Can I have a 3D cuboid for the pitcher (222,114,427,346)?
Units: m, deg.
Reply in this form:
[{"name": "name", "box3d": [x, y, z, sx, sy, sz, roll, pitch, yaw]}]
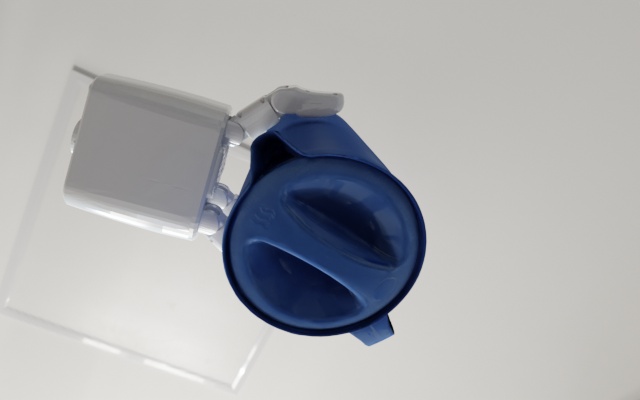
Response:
[{"name": "pitcher", "box3d": [0.000, 0.001, 0.418, 0.145, 0.149, 0.242, 14, 20, -9]}]
